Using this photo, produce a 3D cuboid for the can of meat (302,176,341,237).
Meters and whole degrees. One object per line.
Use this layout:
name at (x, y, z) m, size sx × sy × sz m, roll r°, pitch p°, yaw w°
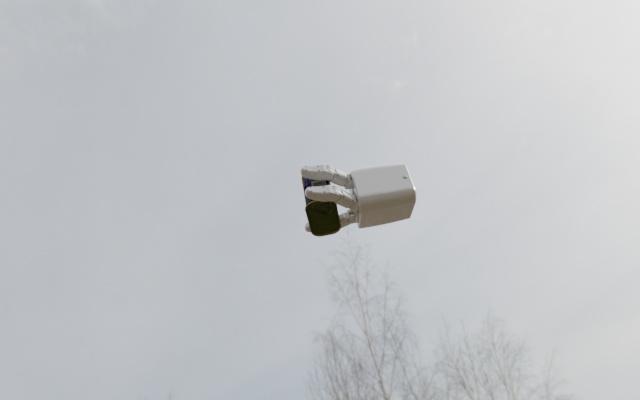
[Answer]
can of meat at (0.000, 0.003, 0.895) m, size 0.057 × 0.083 × 0.102 m, roll -12°, pitch -41°, yaw 2°
